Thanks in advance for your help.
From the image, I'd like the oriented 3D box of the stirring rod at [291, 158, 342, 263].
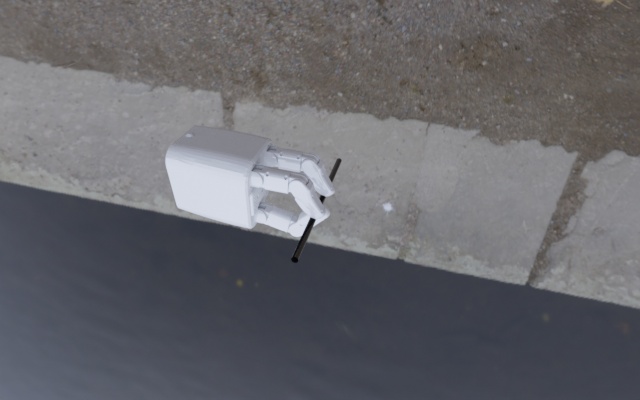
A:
[{"bbox_3d":[0.000,0.002,0.604,0.011,0.011,0.239,0,30,15],"label":"stirring rod"}]
